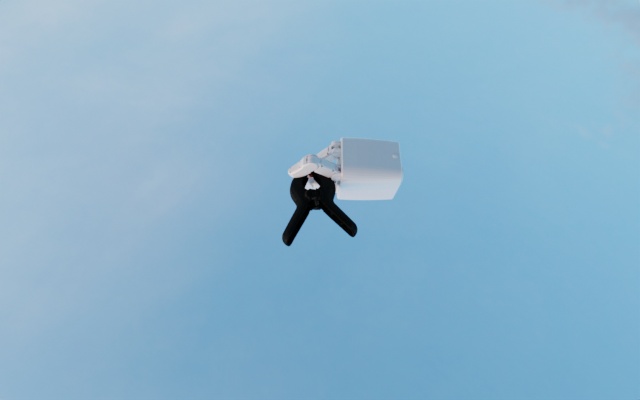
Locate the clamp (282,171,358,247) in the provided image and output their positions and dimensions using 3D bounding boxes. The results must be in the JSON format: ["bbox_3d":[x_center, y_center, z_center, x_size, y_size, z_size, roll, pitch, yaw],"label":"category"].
[{"bbox_3d":[0.000,0.003,0.804,0.120,0.171,0.039,3,-36,-2],"label":"clamp"}]
